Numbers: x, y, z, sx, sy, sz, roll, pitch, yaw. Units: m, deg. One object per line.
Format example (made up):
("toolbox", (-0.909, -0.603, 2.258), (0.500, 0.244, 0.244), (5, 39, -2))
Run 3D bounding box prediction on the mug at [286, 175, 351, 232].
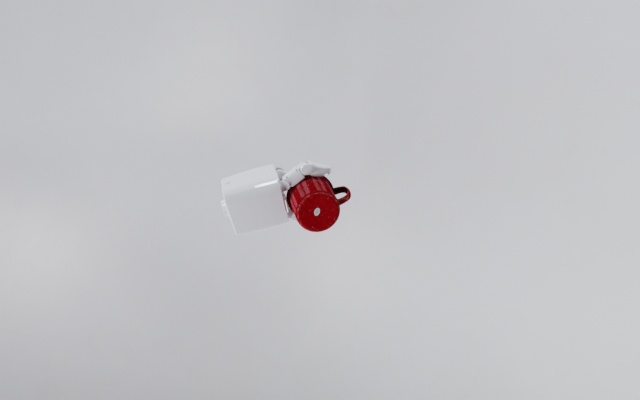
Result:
("mug", (0.002, 0.003, 0.878), (0.117, 0.093, 0.081), (-15, 26, -6))
